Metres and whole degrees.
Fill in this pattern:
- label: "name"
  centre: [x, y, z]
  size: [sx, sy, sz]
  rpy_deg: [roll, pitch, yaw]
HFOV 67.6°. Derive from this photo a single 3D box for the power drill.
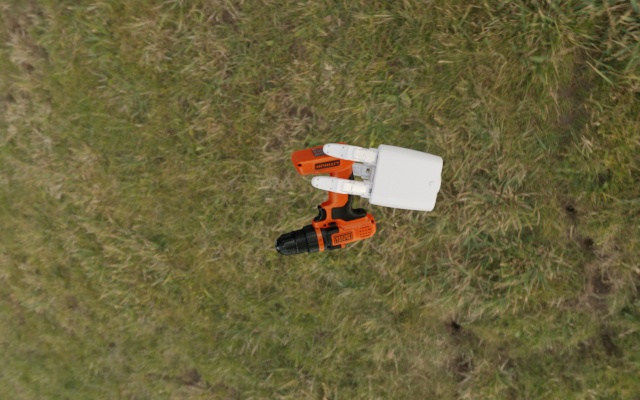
- label: "power drill"
  centre: [0.000, 0.002, 0.825]
  size: [0.184, 0.188, 0.057]
  rpy_deg: [-14, 30, -10]
